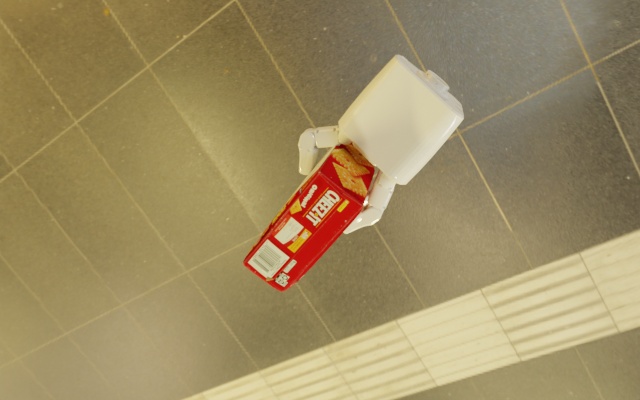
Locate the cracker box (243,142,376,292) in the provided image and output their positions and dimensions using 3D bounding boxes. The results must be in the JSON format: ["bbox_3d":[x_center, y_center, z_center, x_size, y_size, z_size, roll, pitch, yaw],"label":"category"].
[{"bbox_3d":[0.000,0.002,0.639,0.072,0.164,0.213,39,26,-4],"label":"cracker box"}]
